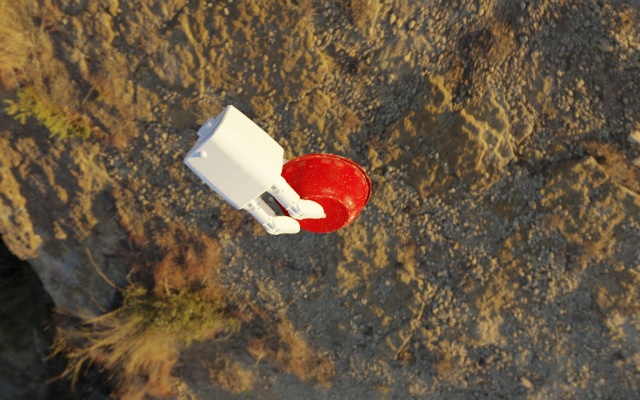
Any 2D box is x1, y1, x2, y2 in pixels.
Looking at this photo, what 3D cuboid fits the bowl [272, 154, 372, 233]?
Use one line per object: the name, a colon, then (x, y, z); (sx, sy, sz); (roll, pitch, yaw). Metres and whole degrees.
bowl: (0.001, 0.003, 0.750); (0.162, 0.055, 0.162); (1, -41, 1)
